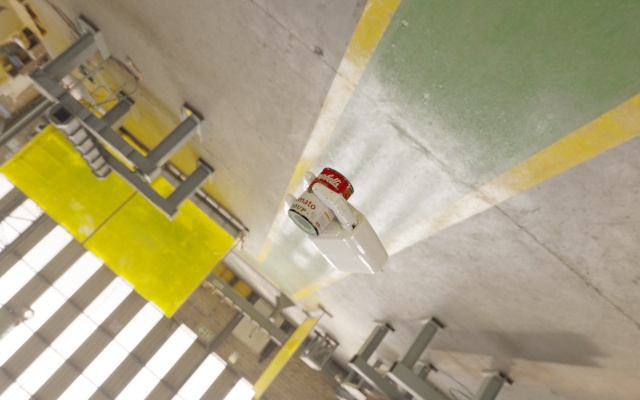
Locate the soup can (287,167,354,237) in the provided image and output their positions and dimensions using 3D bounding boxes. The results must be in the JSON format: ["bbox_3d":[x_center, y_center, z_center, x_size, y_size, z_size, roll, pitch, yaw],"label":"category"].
[{"bbox_3d":[0.000,0.003,0.809,0.068,0.102,0.068,35,-20,15],"label":"soup can"}]
